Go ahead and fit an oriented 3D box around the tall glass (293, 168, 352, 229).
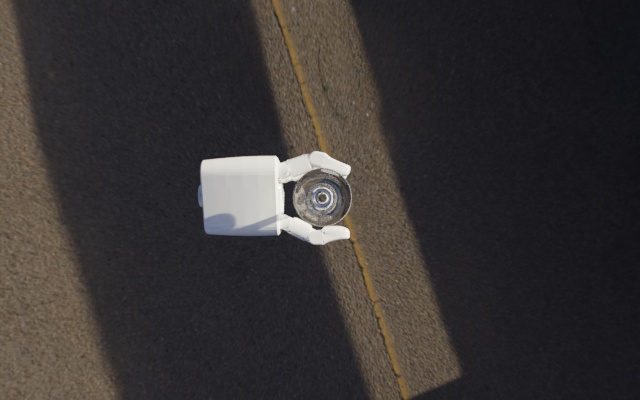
[{"bbox_3d":[0.000,0.002,0.699,0.079,0.079,0.201,0,-4,-1],"label":"tall glass"}]
